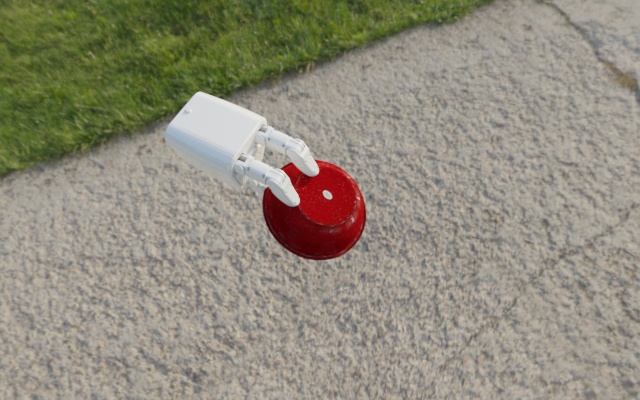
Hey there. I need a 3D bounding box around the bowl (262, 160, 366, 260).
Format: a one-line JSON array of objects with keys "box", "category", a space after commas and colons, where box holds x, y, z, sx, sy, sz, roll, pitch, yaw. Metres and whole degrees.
[{"box": [0.001, 0.003, 0.691, 0.162, 0.162, 0.055, 0, -21, -18], "category": "bowl"}]
